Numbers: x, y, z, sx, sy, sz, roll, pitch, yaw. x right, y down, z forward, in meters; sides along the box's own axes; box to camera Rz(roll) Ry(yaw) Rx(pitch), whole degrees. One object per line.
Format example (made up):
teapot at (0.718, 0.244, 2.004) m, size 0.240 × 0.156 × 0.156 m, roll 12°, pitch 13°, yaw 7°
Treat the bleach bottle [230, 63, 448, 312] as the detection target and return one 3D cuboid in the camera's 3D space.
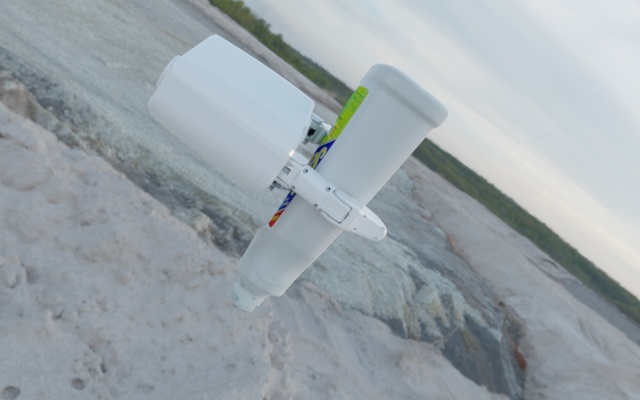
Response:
bleach bottle at (0.000, 0.001, 0.424) m, size 0.068 × 0.251 × 0.102 m, roll 35°, pitch 12°, yaw -12°
